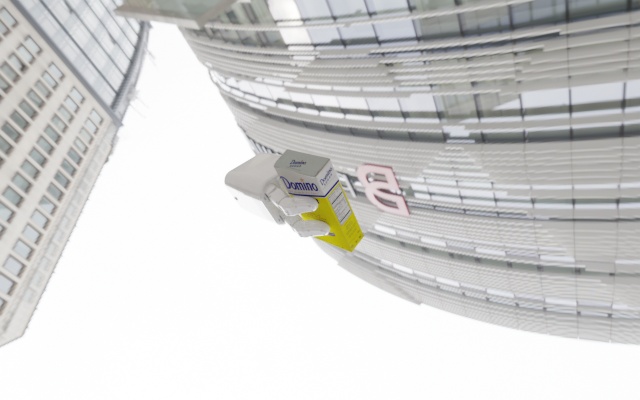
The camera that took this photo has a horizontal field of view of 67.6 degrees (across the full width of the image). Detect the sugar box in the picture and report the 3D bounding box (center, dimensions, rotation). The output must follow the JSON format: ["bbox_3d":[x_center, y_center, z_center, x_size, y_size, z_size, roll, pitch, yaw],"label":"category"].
[{"bbox_3d":[0.000,0.003,0.761,0.093,0.048,0.176,16,-31,40],"label":"sugar box"}]
